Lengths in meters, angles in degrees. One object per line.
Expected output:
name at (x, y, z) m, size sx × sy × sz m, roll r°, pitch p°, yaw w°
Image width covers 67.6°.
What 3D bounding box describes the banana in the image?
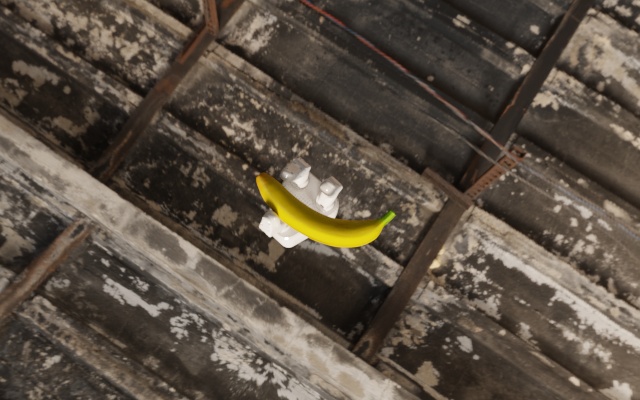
banana at (-0.002, 0.021, 0.654) m, size 0.198 × 0.069 × 0.037 m, roll 17°, pitch -10°, yaw 6°
